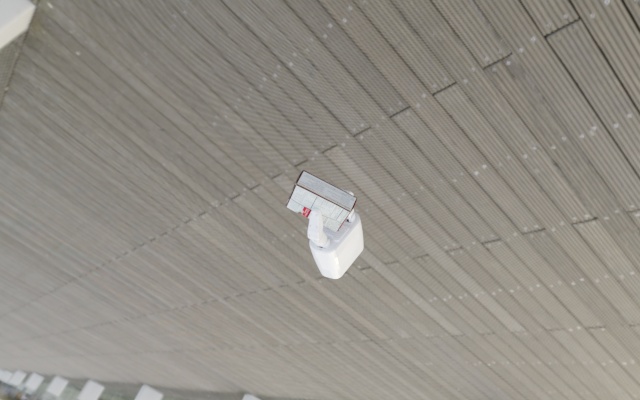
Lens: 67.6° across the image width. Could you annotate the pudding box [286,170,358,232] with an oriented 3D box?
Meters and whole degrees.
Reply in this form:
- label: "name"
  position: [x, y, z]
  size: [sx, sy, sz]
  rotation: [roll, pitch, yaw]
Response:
- label: "pudding box"
  position: [0.000, 0.003, 0.867]
  size: [0.113, 0.039, 0.090]
  rotation: [26, -33, -3]
